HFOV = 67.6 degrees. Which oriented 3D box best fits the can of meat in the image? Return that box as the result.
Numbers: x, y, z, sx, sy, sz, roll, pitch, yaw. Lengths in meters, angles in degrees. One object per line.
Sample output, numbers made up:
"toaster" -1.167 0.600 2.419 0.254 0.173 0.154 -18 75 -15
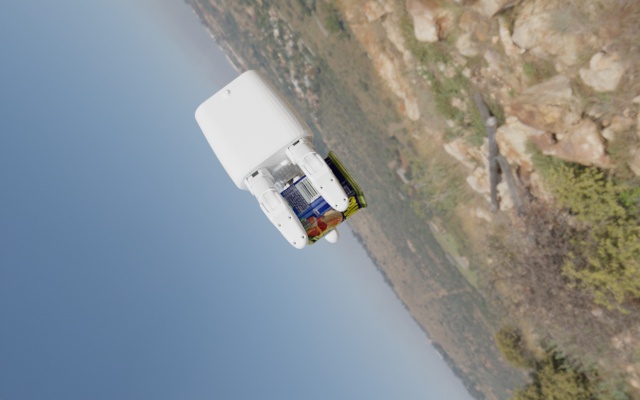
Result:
"can of meat" 0.000 0.002 0.531 0.084 0.057 0.102 -37 -17 0
